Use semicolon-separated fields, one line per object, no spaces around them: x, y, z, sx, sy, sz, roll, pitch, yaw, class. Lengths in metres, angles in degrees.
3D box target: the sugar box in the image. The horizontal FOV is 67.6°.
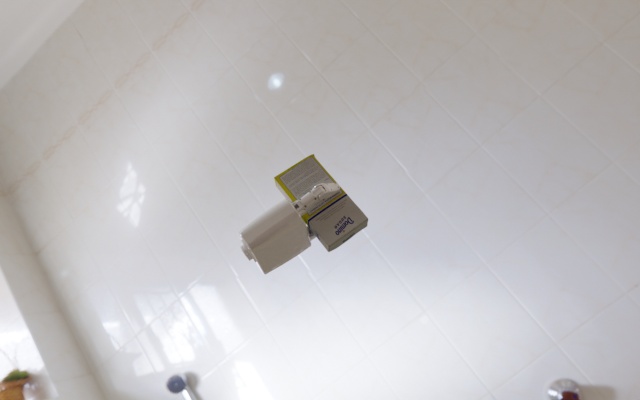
0.000;0.003;0.900;0.093;0.176;0.048;-33;-20;-13;sugar box
